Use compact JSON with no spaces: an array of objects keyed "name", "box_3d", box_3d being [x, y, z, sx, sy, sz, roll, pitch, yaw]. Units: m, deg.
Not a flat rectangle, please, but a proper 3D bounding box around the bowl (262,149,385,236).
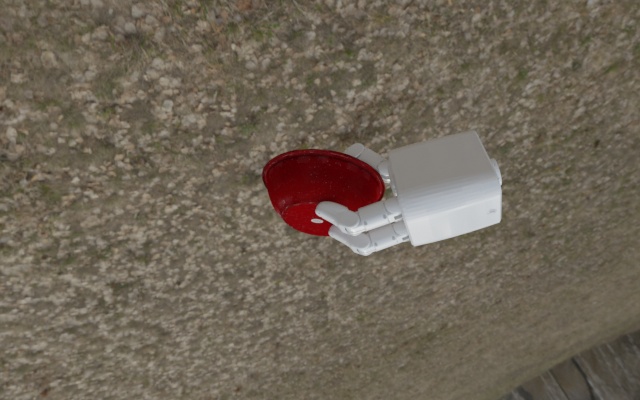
[{"name":"bowl","box_3d":[-0.001,0.003,0.611,0.162,0.055,0.162,7,-28,4]}]
